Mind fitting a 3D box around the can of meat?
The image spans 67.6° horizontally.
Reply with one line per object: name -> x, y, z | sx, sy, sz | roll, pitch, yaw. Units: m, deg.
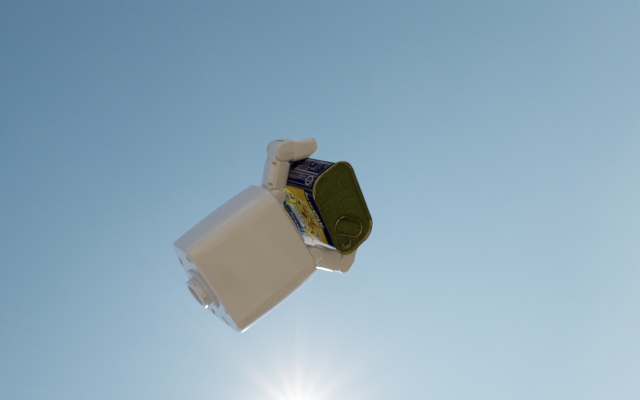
can of meat -> 0.000, 0.002, 0.532 | 0.057, 0.102, 0.084 | -40, 33, -26
